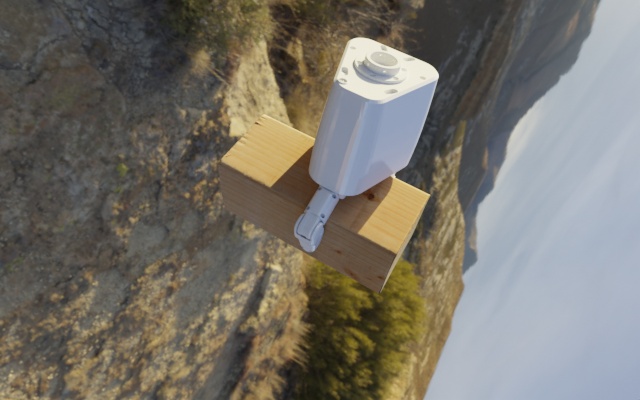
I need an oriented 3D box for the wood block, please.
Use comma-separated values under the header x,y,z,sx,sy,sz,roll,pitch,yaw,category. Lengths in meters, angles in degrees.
x,y,z,sx,sy,sz,roll,pitch,yaw,category
0.000,0.002,0.529,0.206,0.090,0.090,28,-33,13,wood block
